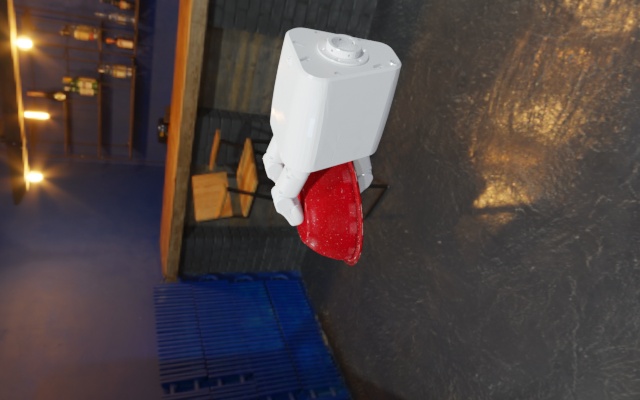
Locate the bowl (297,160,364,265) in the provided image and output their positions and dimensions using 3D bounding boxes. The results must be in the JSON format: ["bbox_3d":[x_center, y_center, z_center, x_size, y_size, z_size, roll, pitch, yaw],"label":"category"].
[{"bbox_3d":[0.000,0.003,0.574,0.055,0.162,0.162,-9,2,-12],"label":"bowl"}]
